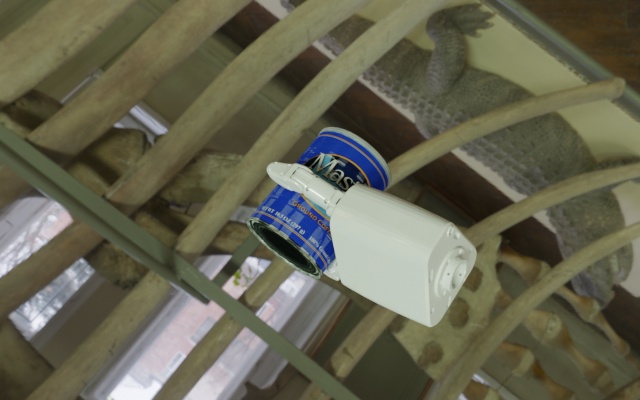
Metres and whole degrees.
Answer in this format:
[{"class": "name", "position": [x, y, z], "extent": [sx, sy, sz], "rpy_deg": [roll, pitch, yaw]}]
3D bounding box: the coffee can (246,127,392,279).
[{"class": "coffee can", "position": [0.000, 0.002, 0.541], "extent": [0.103, 0.140, 0.103], "rpy_deg": [34, -19, 13]}]
